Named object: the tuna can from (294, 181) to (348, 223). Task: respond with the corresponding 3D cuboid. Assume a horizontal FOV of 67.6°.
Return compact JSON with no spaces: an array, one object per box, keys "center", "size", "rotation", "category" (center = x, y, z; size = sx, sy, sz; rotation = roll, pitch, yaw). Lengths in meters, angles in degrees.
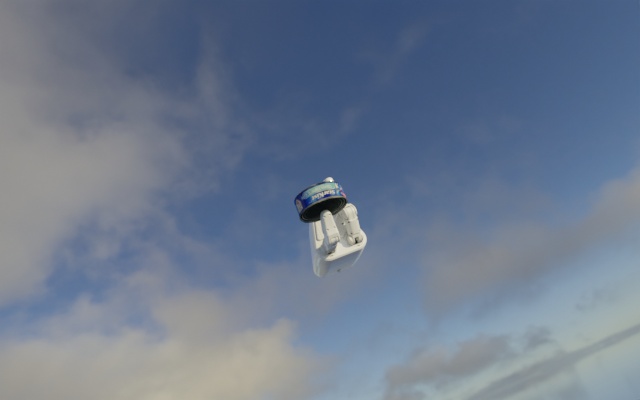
[{"center":[0.000,0.002,0.802],"size":[0.086,0.033,0.086],"rotation":[-19,-22,-8],"category":"tuna can"}]
